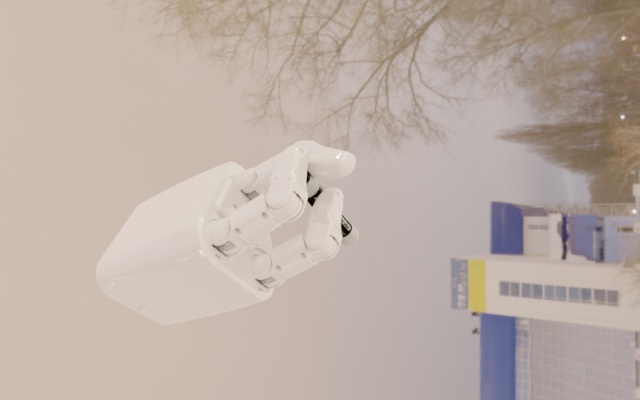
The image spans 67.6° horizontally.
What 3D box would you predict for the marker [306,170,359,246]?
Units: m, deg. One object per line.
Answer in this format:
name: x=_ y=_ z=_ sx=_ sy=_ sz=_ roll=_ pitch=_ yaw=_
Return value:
marker: x=0.000 y=0.001 z=0.406 sx=0.020 sy=0.020 sz=0.121 roll=0 pitch=-34 yaw=34
